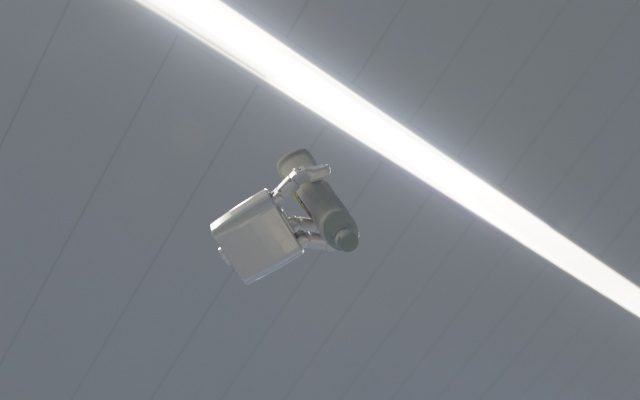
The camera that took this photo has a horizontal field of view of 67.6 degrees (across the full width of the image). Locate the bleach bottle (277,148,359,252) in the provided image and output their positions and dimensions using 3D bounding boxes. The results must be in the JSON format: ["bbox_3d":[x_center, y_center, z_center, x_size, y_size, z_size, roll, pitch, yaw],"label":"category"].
[{"bbox_3d":[0.000,0.003,0.764,0.068,0.103,0.250,-31,30,-3],"label":"bleach bottle"}]
